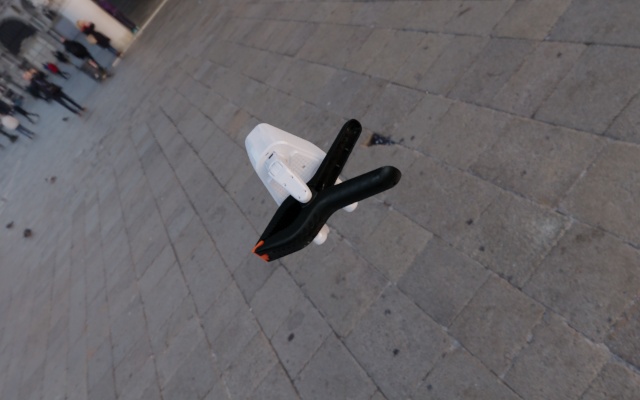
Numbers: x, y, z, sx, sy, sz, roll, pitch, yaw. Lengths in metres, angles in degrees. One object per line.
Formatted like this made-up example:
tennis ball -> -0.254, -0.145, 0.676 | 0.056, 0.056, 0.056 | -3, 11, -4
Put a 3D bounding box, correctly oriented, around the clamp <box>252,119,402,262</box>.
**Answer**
clamp -> -0.001, 0.002, 0.569 | 0.036, 0.210, 0.164 | 40, 7, -27
